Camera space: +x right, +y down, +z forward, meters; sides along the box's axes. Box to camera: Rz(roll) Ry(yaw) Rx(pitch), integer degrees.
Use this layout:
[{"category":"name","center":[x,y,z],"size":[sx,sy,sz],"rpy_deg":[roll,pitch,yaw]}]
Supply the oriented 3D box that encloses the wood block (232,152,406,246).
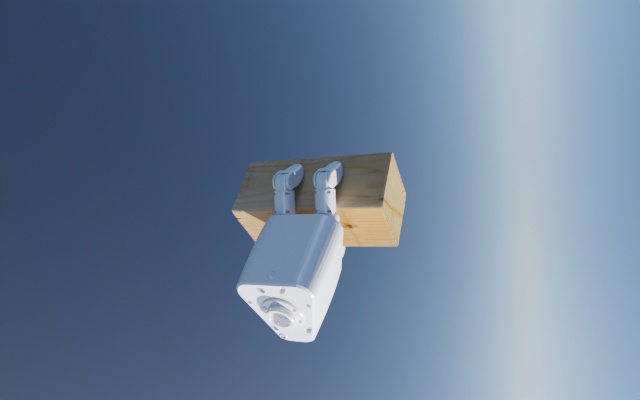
[{"category":"wood block","center":[0.000,0.003,0.644],"size":[0.206,0.090,0.091],"rpy_deg":[-2,-38,23]}]
